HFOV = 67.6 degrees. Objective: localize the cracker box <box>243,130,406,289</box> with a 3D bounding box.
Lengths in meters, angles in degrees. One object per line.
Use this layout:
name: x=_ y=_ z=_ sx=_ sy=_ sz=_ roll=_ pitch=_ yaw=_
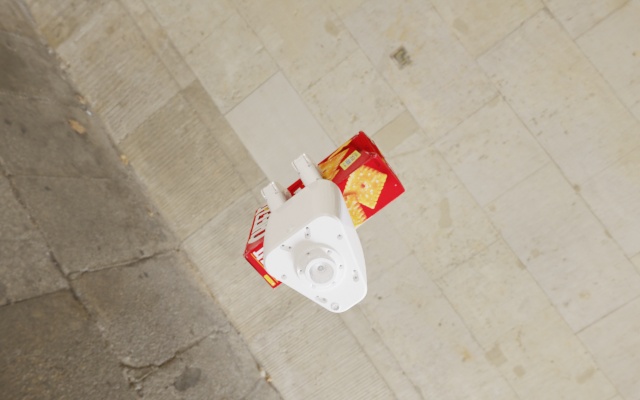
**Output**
cracker box: x=0.000 y=0.002 z=0.662 sx=0.214 sy=0.072 sz=0.164 roll=-37 pitch=16 yaw=11
